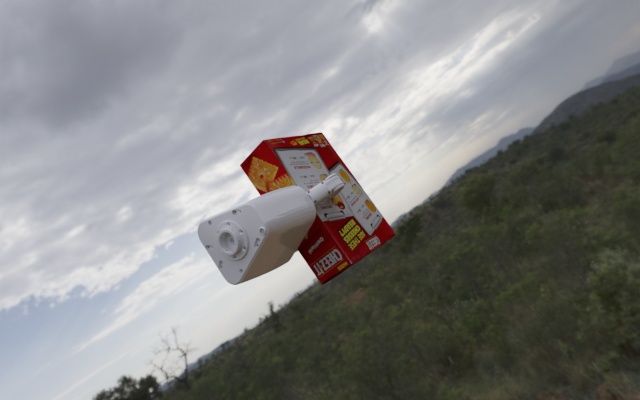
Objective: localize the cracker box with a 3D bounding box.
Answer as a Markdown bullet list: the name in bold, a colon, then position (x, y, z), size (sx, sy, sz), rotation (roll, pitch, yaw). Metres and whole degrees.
- **cracker box**: position (0.000, 0.002, 0.730), size (0.072, 0.213, 0.164), rotation (-40, -10, 31)
